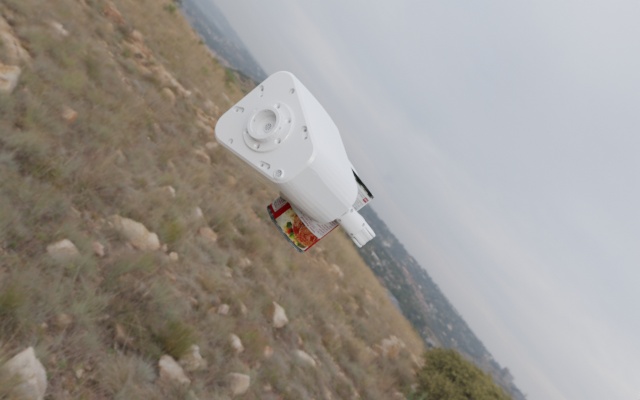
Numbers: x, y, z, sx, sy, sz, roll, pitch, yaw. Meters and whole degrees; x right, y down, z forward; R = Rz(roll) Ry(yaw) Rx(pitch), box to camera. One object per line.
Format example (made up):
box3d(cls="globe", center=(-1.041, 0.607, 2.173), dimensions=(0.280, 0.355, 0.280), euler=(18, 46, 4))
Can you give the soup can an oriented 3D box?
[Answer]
box3d(cls="soup can", center=(0.001, 0.002, 0.535), dimensions=(0.102, 0.068, 0.068), euler=(-38, -4, 5))
